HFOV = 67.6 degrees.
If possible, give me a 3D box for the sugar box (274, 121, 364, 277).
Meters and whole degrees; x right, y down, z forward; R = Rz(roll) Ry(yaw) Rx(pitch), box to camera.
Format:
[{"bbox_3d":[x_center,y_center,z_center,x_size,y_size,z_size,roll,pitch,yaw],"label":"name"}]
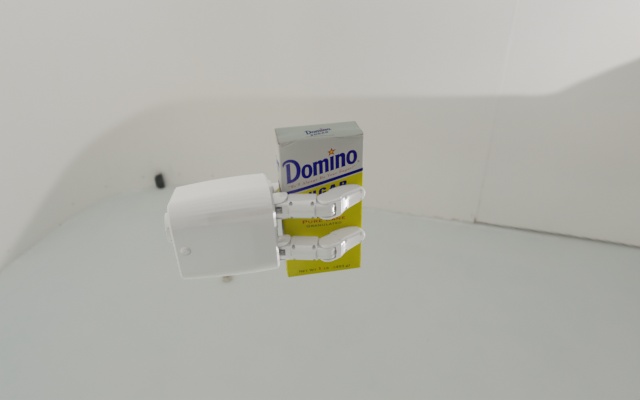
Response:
[{"bbox_3d":[0.000,0.002,0.546,0.093,0.176,0.048,-7,33,-8],"label":"sugar box"}]
